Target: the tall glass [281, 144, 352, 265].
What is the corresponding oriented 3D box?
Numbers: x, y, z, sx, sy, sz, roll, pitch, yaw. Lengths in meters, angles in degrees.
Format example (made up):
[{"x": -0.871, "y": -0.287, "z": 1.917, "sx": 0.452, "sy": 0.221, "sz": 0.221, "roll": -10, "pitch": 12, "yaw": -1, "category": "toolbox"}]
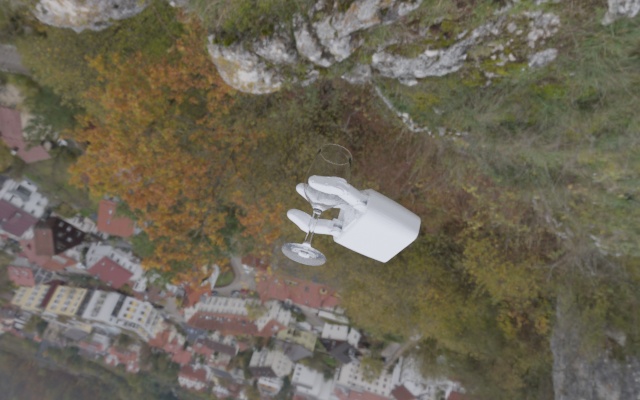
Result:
[{"x": 0.000, "y": 0.003, "z": 0.799, "sx": 0.079, "sy": 0.201, "sz": 0.079, "roll": 14, "pitch": -28, "yaw": 7, "category": "tall glass"}]
